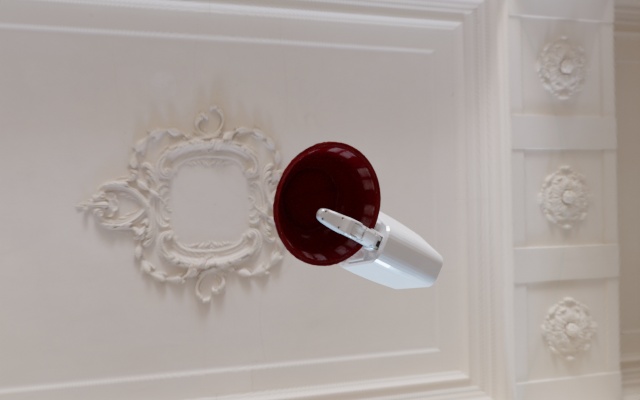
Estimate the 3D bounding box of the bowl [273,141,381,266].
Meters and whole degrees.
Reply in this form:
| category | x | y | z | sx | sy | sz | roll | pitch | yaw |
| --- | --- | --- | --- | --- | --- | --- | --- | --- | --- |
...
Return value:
| category | x | y | z | sx | sy | sz | roll | pitch | yaw |
| --- | --- | --- | --- | --- | --- | --- | --- | --- | --- |
| bowl | -0.001 | 0.001 | 0.632 | 0.162 | 0.162 | 0.055 | 0 | 8 | -31 |
